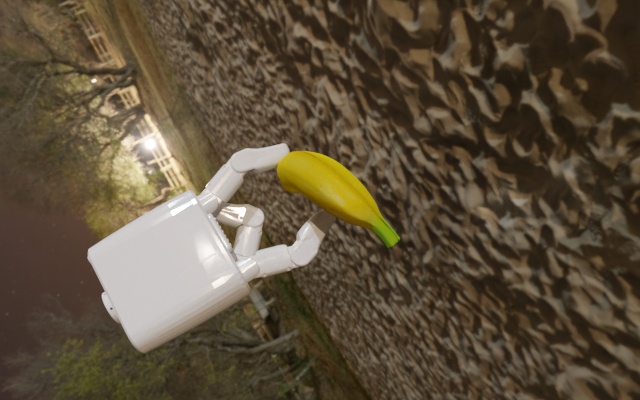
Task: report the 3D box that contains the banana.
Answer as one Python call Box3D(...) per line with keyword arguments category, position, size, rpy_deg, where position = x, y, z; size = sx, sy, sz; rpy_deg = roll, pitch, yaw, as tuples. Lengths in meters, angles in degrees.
Box3D(category="banana", position=(-0.005, -0.013, 0.423), size=(0.037, 0.070, 0.197), rpy_deg=(-31, 26, -14))
